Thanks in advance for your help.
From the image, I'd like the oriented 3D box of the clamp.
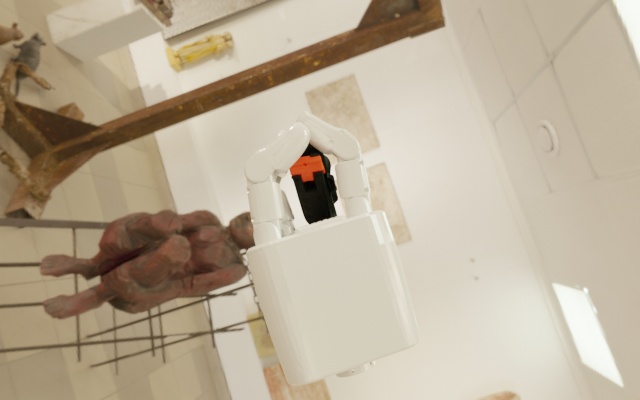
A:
[{"bbox_3d":[0.001,0.001,0.459,0.039,0.120,0.171,-17,-6,7],"label":"clamp"}]
